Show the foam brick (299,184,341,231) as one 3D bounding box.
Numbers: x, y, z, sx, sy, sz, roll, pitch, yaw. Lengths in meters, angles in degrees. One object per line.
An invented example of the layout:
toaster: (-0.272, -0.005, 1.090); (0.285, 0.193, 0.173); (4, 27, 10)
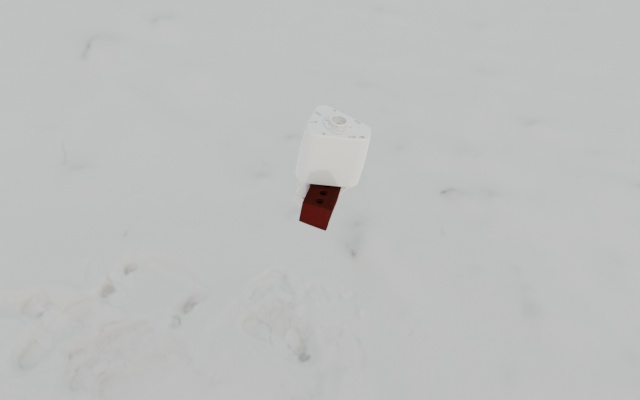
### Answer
foam brick: (0.000, 0.003, 0.842); (0.053, 0.051, 0.078); (18, 45, 4)
